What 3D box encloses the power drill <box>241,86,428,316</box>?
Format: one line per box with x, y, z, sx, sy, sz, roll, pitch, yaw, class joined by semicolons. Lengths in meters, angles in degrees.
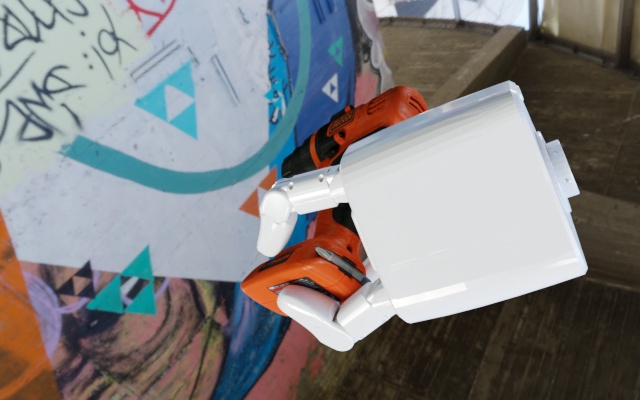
0.000;0.002;0.411;0.057;0.187;0.184;35;-35;-23;power drill
